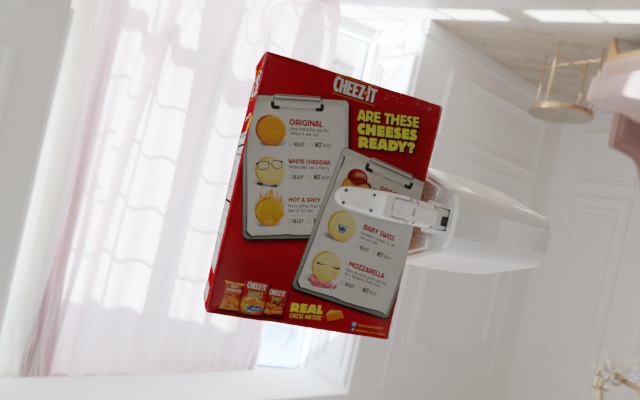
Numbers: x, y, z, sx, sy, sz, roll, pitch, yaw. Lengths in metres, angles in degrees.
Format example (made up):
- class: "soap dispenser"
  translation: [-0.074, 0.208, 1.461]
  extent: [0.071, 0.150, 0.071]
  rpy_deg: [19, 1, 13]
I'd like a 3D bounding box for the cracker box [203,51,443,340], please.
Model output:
- class: "cracker box"
  translation: [0.000, 0.002, 0.426]
  extent: [0.164, 0.213, 0.072]
  rpy_deg: [13, -1, -17]
